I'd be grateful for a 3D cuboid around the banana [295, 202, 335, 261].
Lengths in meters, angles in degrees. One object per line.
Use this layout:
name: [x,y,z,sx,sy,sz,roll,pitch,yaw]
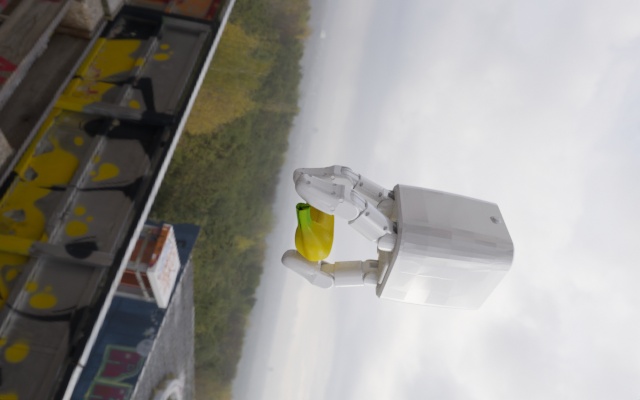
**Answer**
banana: [-0.002,0.020,0.504,0.037,0.069,0.197,7,10,1]
